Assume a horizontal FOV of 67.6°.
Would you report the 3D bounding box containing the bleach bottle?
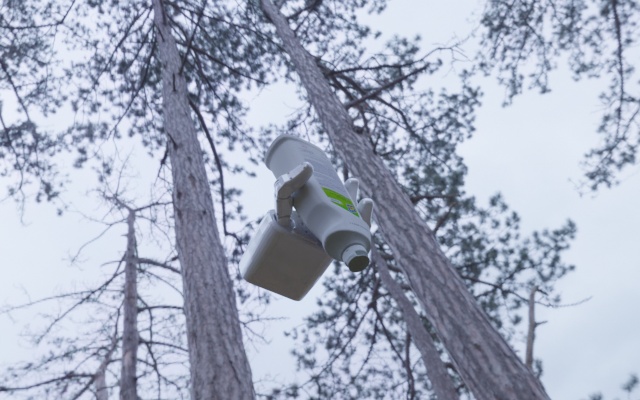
[{"bbox_3d":[0.000,0.002,0.666,0.102,0.068,0.250,18,27,-33],"label":"bleach bottle"}]
